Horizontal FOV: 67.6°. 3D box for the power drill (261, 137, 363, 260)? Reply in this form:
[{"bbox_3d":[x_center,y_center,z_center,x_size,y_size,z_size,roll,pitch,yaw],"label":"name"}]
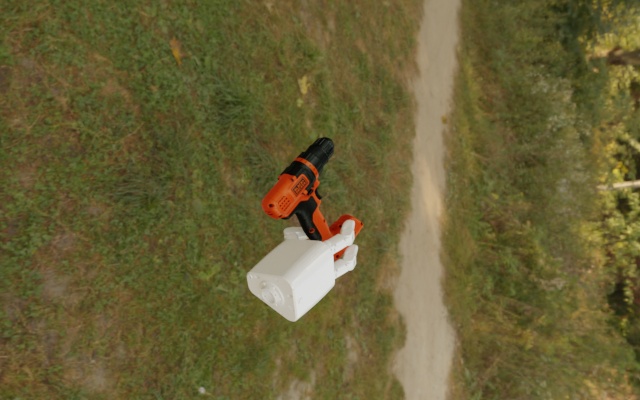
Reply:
[{"bbox_3d":[0.000,0.003,0.871,0.057,0.184,0.188,6,-40,53],"label":"power drill"}]
